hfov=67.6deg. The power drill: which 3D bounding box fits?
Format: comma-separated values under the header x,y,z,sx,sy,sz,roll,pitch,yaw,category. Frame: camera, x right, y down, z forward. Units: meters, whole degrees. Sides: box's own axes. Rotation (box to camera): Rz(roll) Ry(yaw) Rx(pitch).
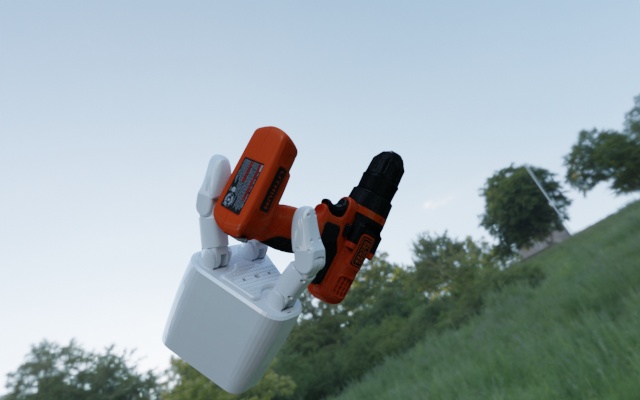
x,y,z,sx,sy,sz,roll,pitch,yaw,category
0.000,0.002,0.485,0.188,0.184,0.057,31,-8,-40,power drill
